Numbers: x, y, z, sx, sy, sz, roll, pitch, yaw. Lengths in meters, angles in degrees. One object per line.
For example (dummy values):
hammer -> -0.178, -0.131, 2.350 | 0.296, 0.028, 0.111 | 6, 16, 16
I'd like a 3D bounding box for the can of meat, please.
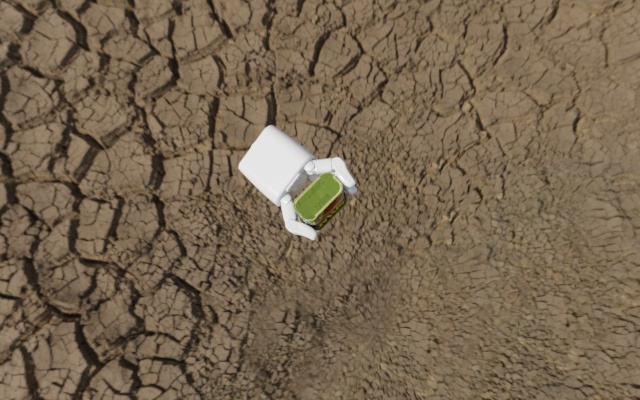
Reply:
can of meat -> 0.000, 0.003, 0.881 | 0.057, 0.102, 0.084 | 43, -7, 15
